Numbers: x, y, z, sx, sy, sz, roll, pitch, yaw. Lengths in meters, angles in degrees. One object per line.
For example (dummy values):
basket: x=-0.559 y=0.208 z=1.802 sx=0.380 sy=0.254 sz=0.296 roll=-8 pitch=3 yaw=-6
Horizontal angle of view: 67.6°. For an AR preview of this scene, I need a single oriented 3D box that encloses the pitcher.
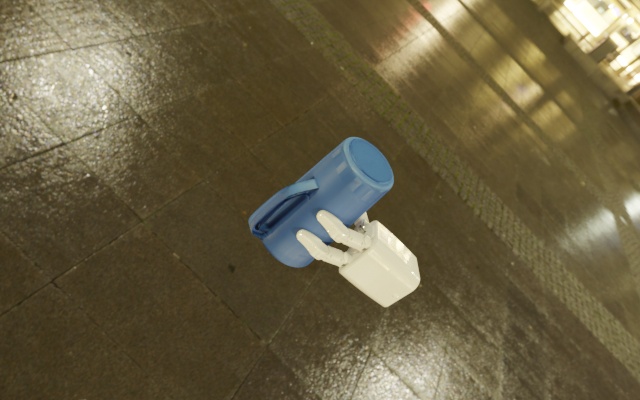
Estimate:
pitcher: x=0.000 y=0.003 z=0.819 sx=0.243 sy=0.145 sz=0.149 roll=-42 pitch=9 yaw=35
